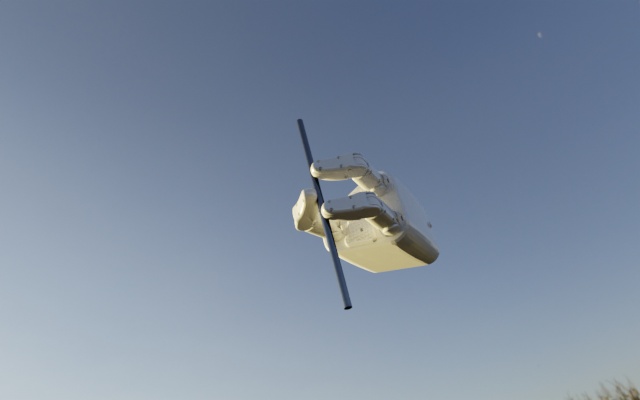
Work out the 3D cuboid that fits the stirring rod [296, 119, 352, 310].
[{"bbox_3d":[0.000,0.002,0.501,0.011,0.239,0.011,-10,-34,-7],"label":"stirring rod"}]
